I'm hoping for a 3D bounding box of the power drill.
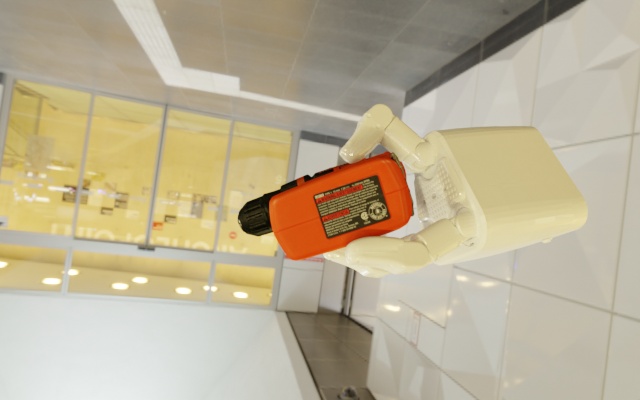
[{"bbox_3d":[0.000,0.001,0.438,0.184,0.057,0.187,-20,7,2],"label":"power drill"}]
